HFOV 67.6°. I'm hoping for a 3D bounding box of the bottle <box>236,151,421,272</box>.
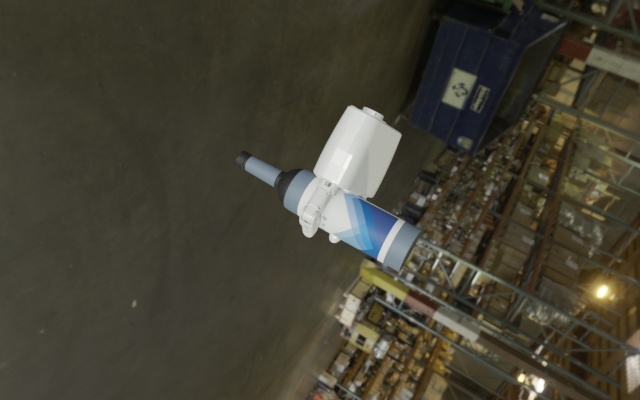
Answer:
[{"bbox_3d":[0.000,0.002,0.701,0.295,0.069,0.069,29,9,16],"label":"bottle"}]
